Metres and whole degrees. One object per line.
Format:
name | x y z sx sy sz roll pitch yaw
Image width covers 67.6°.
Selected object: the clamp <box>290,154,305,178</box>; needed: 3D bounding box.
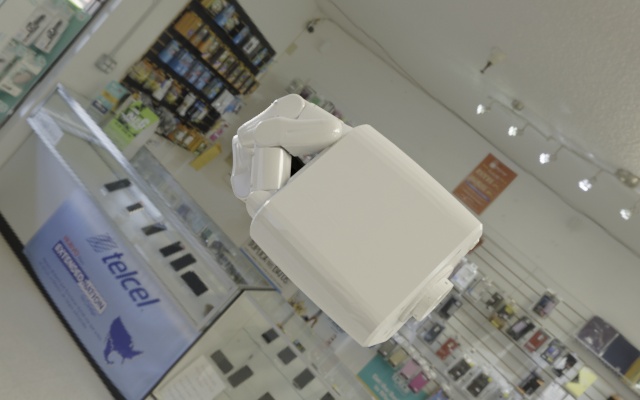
clamp | 0.000 0.001 0.430 0.120 0.039 0.171 43 3 21
